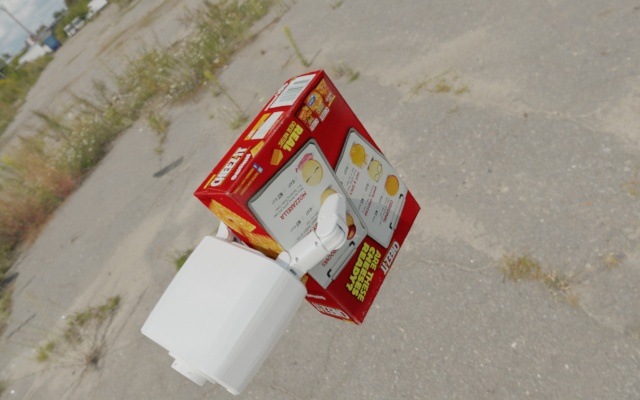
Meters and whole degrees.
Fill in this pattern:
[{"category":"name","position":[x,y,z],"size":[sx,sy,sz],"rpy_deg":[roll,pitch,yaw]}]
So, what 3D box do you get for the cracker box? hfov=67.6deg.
[{"category":"cracker box","position":[0.000,0.002,0.502],"size":[0.072,0.164,0.214],"rpy_deg":[2,-39,48]}]
